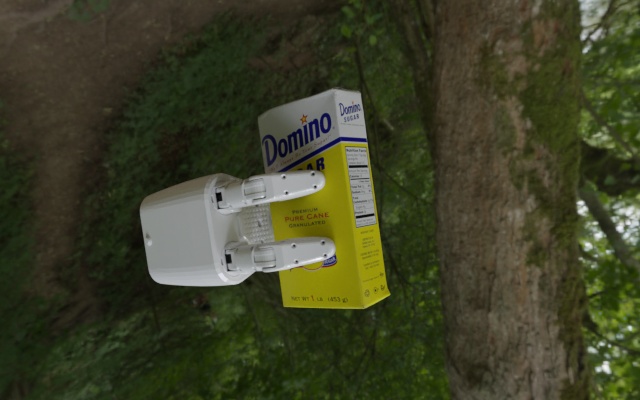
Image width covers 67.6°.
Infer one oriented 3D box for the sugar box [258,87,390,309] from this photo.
[{"bbox_3d":[0.000,0.002,0.413,0.093,0.176,0.048,-10,0,39],"label":"sugar box"}]
